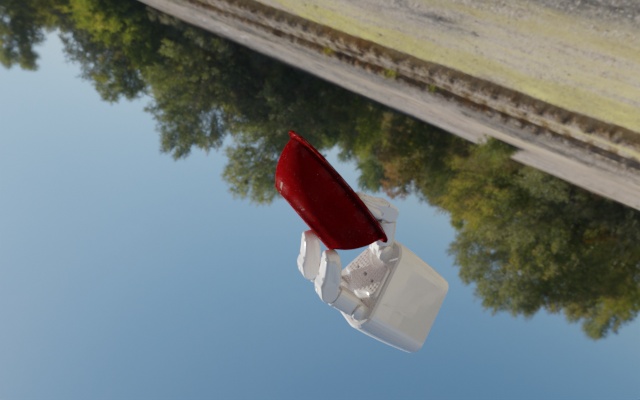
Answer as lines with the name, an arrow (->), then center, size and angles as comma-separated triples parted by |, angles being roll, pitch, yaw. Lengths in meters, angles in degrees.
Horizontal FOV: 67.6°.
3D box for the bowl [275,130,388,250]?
bowl -> -0.001, 0.001, 0.524 | 0.055, 0.162, 0.162 | -41, 3, -3
